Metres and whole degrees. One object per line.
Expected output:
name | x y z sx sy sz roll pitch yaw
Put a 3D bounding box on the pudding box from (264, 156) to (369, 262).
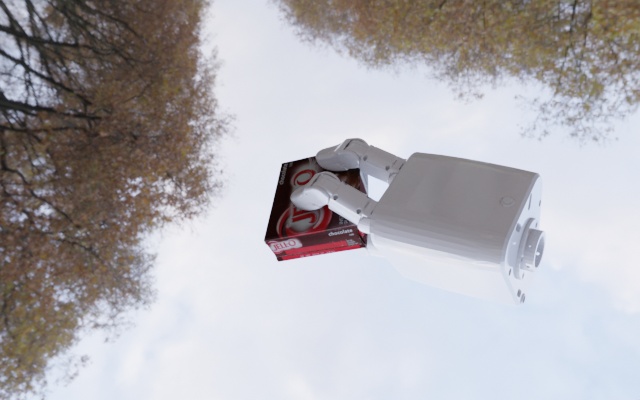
pudding box | 0.000 0.002 0.466 0.090 0.039 0.113 -11 40 17
